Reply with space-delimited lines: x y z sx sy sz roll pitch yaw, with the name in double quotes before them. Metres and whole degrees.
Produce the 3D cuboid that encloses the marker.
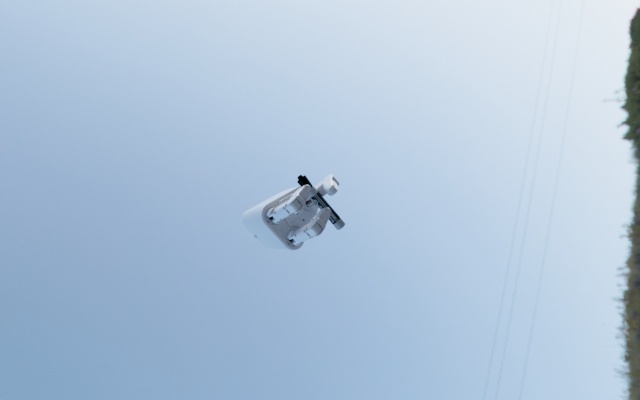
"marker" 0.000 0.003 0.839 0.020 0.121 0.020 -36 17 13
